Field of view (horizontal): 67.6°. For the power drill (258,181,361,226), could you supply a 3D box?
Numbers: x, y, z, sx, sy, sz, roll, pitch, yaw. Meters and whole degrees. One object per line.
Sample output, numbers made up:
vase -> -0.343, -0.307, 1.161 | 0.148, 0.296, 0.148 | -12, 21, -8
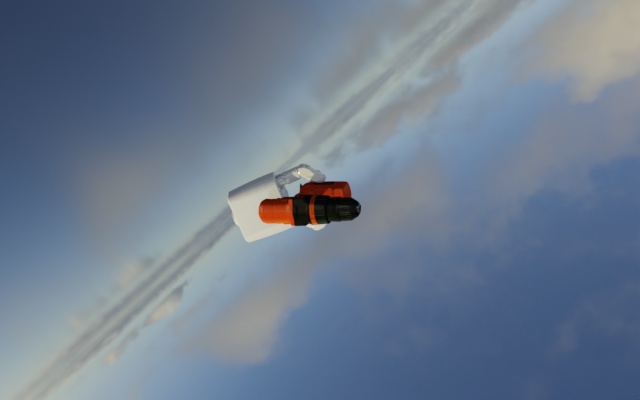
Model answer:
power drill -> 0.000, 0.003, 0.890 | 0.184, 0.057, 0.187 | 0, 9, 18
